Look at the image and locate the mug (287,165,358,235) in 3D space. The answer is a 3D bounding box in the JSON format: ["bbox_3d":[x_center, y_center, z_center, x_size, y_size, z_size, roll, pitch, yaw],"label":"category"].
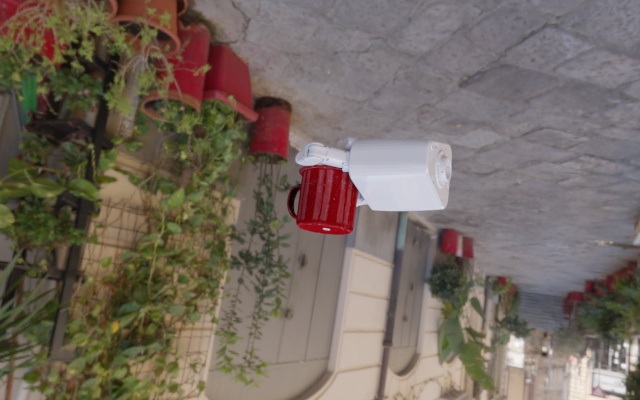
[{"bbox_3d":[-0.001,0.002,0.682,0.117,0.081,0.093,0,-14,32],"label":"mug"}]
